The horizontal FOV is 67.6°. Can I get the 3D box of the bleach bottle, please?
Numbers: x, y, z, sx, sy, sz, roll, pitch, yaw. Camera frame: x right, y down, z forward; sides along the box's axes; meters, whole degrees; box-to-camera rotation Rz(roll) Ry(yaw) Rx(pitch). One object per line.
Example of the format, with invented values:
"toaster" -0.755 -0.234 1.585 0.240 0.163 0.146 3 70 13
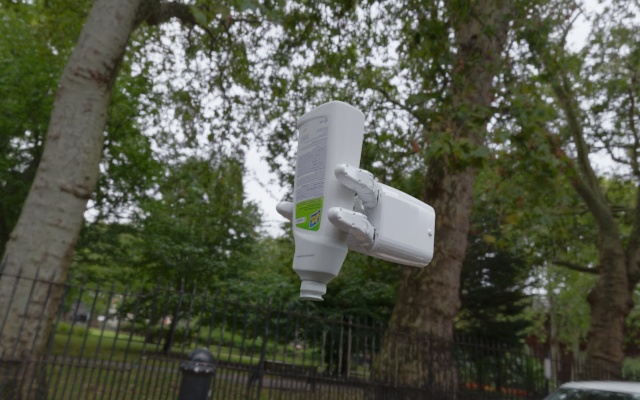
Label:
"bleach bottle" 0.000 0.002 0.621 0.068 0.250 0.102 19 -21 -32
